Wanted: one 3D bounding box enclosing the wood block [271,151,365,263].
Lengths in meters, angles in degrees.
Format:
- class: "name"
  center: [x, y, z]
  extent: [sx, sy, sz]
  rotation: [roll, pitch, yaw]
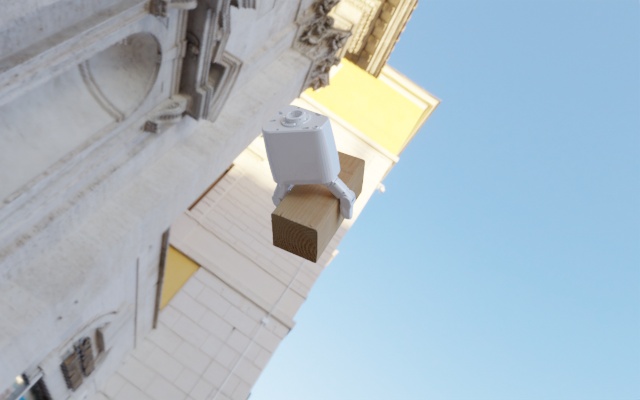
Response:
- class: "wood block"
  center: [0.000, 0.003, 0.886]
  extent: [0.091, 0.090, 0.206]
  rotation: [21, 48, 18]
